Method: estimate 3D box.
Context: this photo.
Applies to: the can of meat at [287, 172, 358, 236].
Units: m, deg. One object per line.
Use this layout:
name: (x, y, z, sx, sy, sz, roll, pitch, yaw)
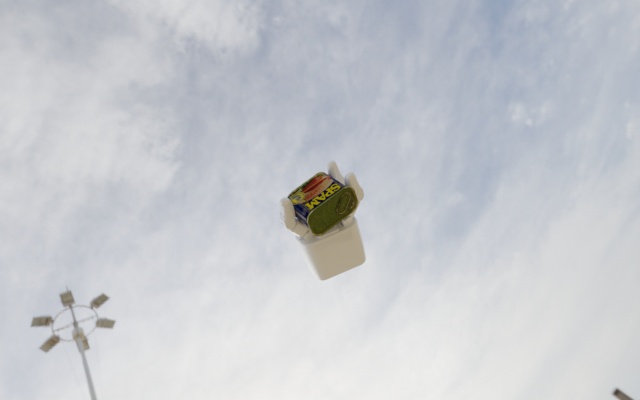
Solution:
can of meat: (0.000, 0.003, 0.842, 0.102, 0.057, 0.084, -36, 40, -16)
